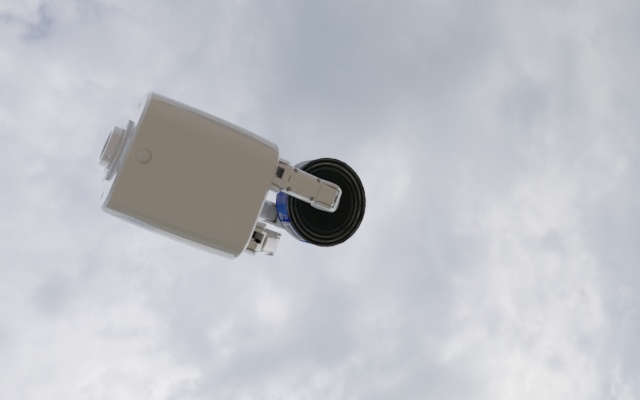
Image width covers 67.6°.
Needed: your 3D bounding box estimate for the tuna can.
[{"bbox_3d":[0.000,0.002,0.470,0.086,0.086,0.034,0,1,-27],"label":"tuna can"}]
